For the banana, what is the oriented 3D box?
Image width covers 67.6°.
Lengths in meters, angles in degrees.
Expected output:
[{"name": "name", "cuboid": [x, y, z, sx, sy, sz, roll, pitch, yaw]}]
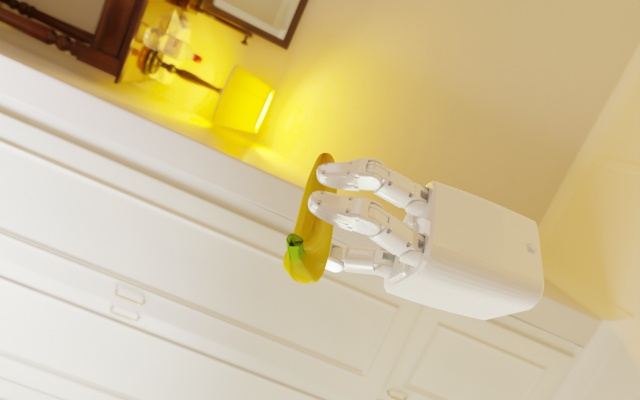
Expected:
[{"name": "banana", "cuboid": [-0.005, 0.019, 0.434, 0.037, 0.070, 0.197, 14, 25, -1]}]
